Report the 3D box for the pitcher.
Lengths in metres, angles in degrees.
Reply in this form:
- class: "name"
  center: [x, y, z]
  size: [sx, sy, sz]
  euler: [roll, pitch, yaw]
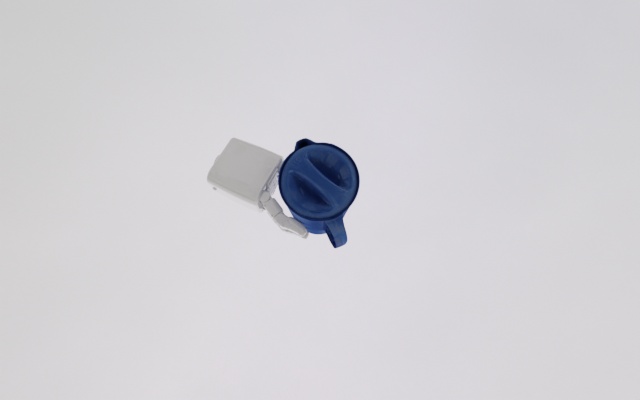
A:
- class: "pitcher"
  center: [0.000, 0.003, 0.882]
  size: [0.145, 0.149, 0.243]
  euler: [21, -12, 5]
